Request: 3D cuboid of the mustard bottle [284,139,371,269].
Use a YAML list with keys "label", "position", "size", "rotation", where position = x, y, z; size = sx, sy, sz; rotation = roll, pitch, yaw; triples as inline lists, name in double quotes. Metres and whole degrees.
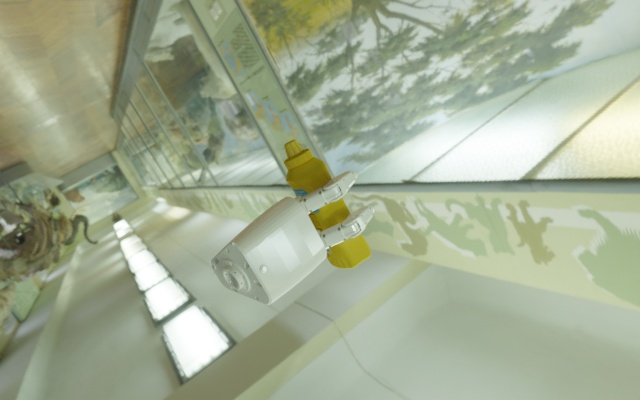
- label: "mustard bottle"
  position: [0.000, 0.002, 0.679]
  size: [0.058, 0.192, 0.096]
  rotation: [-31, 14, -13]
